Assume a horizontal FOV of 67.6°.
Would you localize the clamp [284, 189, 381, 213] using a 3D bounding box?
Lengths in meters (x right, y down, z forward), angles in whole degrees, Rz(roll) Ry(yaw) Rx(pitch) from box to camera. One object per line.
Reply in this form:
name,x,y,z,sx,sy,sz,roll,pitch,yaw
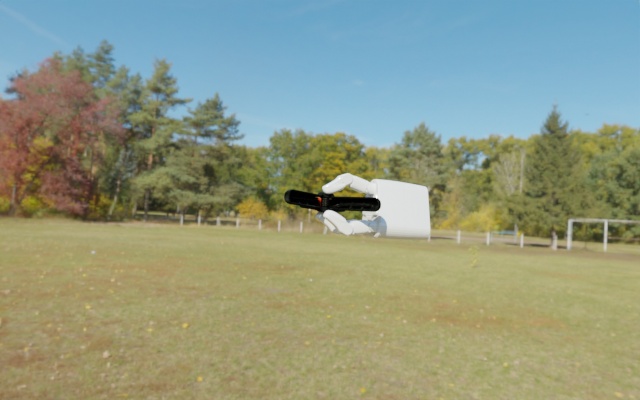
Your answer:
clamp,0.000,0.002,0.885,0.164,0.036,0.210,7,-3,-15
